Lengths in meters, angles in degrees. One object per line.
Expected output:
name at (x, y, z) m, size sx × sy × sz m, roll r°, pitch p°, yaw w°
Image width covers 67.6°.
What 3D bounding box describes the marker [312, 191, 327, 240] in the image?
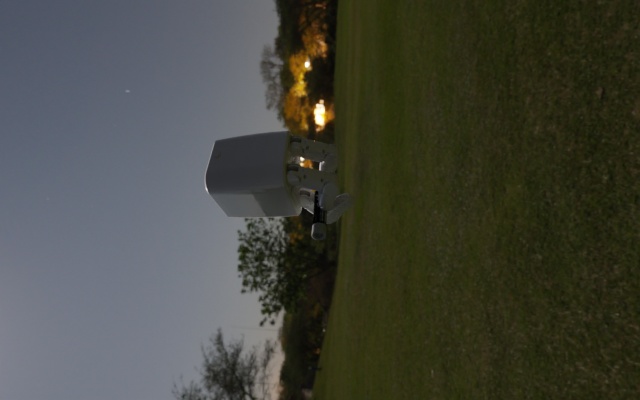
marker at (0.000, 0.002, 0.657) m, size 0.020 × 0.121 × 0.020 m, roll 2°, pitch -43°, yaw 2°
